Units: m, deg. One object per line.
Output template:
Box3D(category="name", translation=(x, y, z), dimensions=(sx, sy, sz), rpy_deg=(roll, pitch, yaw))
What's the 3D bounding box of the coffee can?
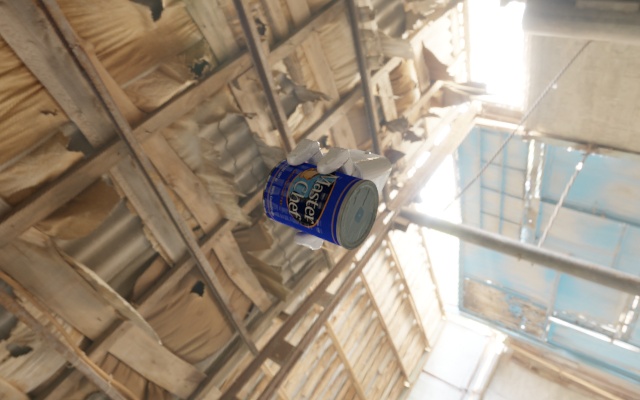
Box3D(category="coffee can", translation=(0.000, 0.002, 0.705), dimensions=(0.140, 0.103, 0.103), rpy_deg=(19, 10, 32))
